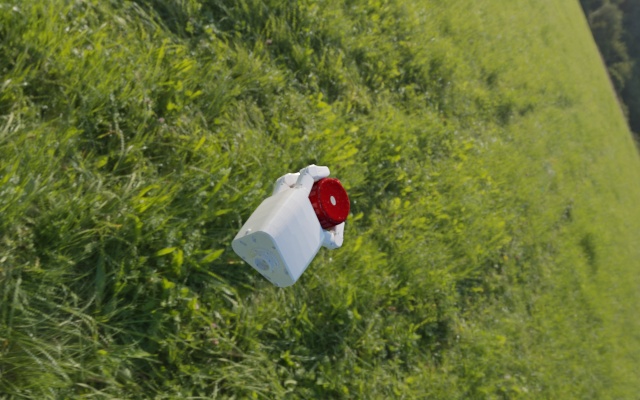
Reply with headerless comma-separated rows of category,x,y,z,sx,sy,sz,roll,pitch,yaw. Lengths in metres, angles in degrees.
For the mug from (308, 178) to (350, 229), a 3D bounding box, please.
mug,0.001,0.002,0.825,0.081,0.093,0.117,-19,27,41
